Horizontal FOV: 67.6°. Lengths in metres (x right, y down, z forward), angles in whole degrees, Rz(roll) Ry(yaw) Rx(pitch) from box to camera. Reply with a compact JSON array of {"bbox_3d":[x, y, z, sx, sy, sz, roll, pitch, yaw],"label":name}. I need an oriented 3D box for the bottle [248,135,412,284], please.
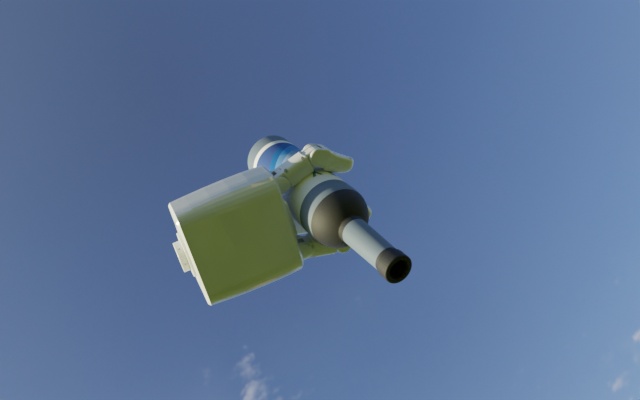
[{"bbox_3d":[0.000,0.002,0.519,0.069,0.069,0.295,0,23,-29],"label":"bottle"}]
